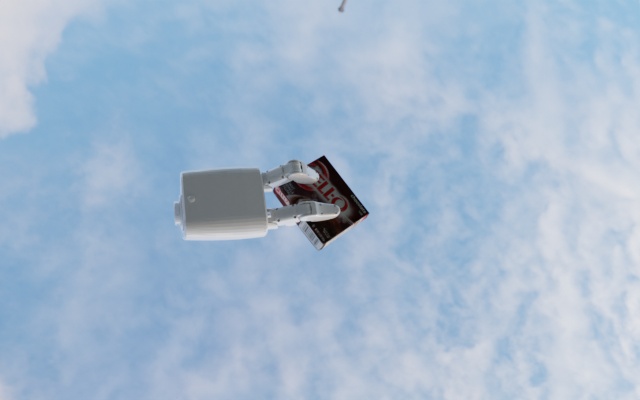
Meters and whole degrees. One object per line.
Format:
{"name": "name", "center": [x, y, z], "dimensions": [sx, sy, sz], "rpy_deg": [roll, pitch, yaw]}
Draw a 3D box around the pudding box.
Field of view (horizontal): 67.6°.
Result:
{"name": "pudding box", "center": [0.000, 0.002, 0.685], "dimensions": [0.090, 0.113, 0.039], "rpy_deg": [-33, -9, -26]}
